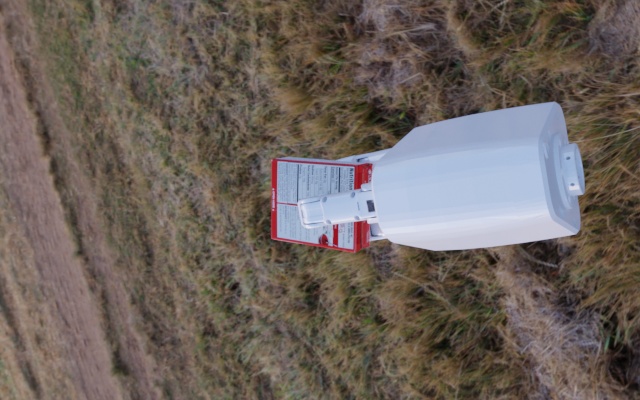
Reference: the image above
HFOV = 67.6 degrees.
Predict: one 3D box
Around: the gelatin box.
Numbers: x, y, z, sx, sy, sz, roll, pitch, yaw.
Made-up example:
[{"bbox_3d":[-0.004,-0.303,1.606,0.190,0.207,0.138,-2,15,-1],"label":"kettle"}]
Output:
[{"bbox_3d":[0.000,0.001,0.414,0.089,0.073,0.030,6,11,30],"label":"gelatin box"}]
